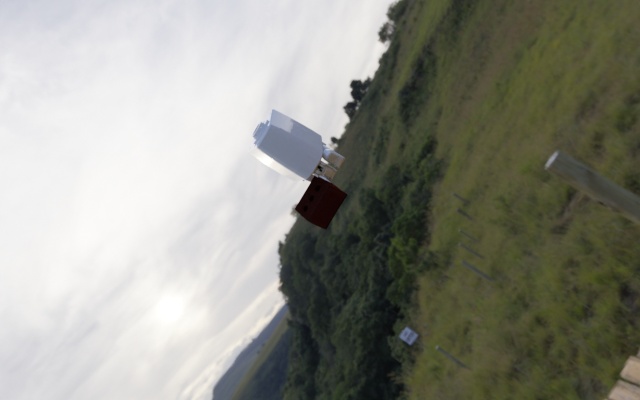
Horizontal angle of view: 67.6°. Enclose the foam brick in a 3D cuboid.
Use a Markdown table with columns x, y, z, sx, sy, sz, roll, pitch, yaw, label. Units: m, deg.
| x | y | z | sx | sy | sz | roll | pitch | yaw | label |
| --- | --- | --- | --- | --- | --- | --- | --- | --- | --- |
| 0.000 | 0.003 | 0.877 | 0.051 | 0.078 | 0.053 | 23 | 11 | -42 | foam brick |
